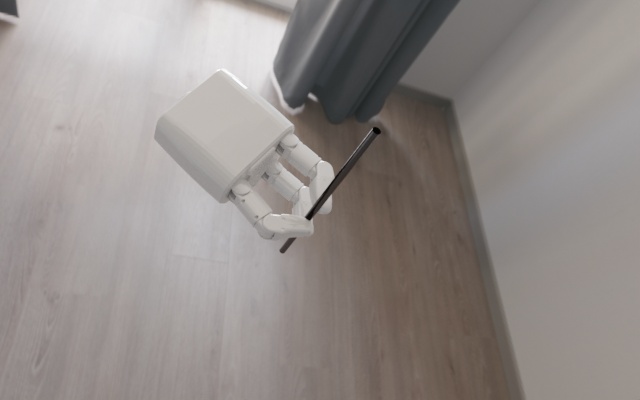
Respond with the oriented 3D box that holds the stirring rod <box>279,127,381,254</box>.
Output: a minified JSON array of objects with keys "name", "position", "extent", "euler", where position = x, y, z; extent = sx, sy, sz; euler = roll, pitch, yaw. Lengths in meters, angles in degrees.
[{"name":"stirring rod","position":[0.000,0.002,0.491],"extent":[0.011,0.011,0.240],"euler":[0,-30,-27]}]
